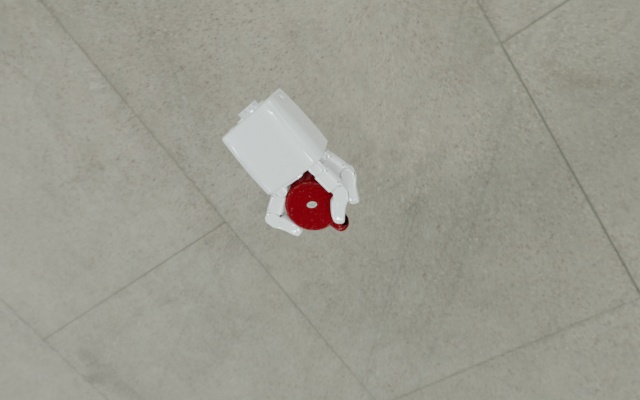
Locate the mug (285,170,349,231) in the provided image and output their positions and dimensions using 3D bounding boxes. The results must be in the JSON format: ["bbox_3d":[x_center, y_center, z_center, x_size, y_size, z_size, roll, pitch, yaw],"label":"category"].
[{"bbox_3d":[0.001,0.004,0.733,0.093,0.117,0.081,-37,14,21],"label":"mug"}]
